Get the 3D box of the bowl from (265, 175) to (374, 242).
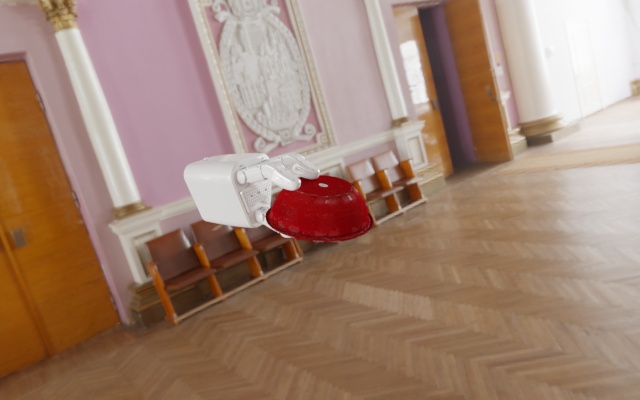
[{"bbox_3d":[0.001,0.002,0.702,0.162,0.055,0.162,3,21,-1],"label":"bowl"}]
